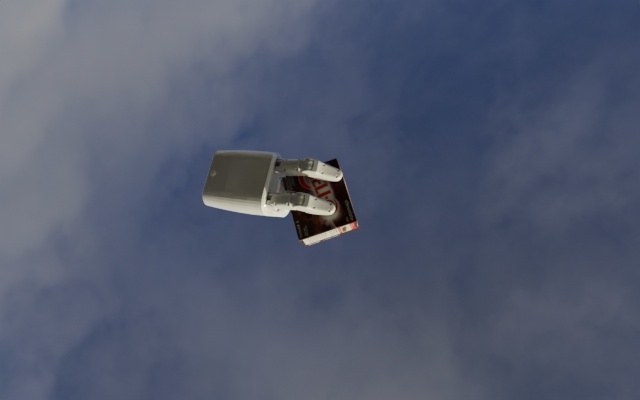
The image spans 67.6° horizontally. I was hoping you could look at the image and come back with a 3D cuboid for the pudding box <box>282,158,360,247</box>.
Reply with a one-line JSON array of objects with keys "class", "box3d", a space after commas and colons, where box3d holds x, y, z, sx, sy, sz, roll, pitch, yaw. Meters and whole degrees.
[{"class": "pudding box", "box3d": [0.000, 0.002, 0.720, 0.090, 0.113, 0.039, -20, -23, 6]}]
